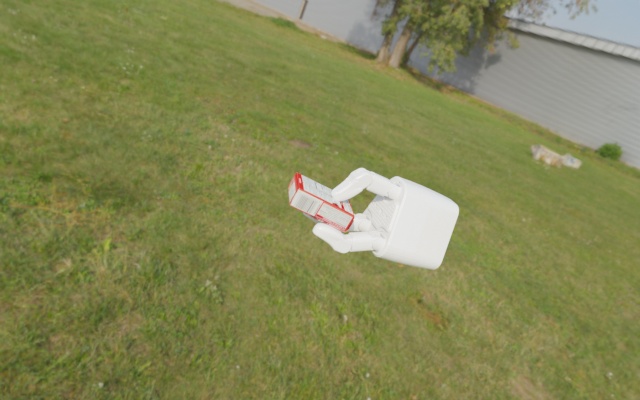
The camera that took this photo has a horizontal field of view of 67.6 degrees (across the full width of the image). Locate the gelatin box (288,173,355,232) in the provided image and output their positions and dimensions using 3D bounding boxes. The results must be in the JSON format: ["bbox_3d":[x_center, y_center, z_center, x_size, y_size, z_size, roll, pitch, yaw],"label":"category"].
[{"bbox_3d":[0.000,0.002,0.659,0.089,0.030,0.073,27,16,-14],"label":"gelatin box"}]
